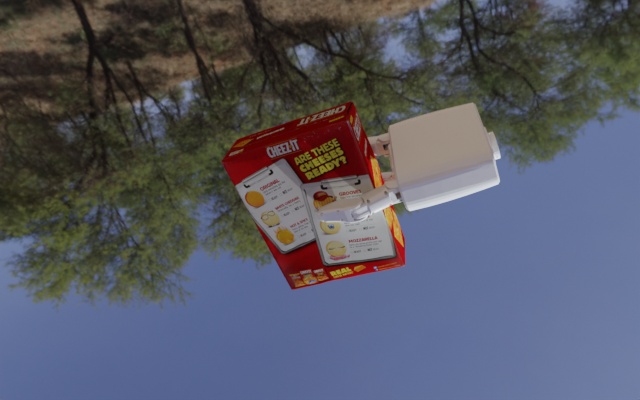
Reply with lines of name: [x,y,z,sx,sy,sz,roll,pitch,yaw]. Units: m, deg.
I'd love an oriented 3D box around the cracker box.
cracker box: [0.000,0.002,0.610,0.164,0.214,0.072,-15,28,18]
